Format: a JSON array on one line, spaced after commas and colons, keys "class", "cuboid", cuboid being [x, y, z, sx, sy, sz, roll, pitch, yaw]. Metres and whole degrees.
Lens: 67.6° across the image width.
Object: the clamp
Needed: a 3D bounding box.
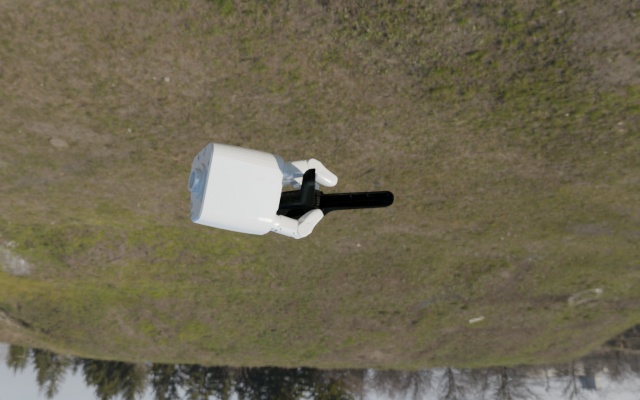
[{"class": "clamp", "cuboid": [0.000, 0.003, 0.758, 0.164, 0.036, 0.210, 13, -20, -30]}]
